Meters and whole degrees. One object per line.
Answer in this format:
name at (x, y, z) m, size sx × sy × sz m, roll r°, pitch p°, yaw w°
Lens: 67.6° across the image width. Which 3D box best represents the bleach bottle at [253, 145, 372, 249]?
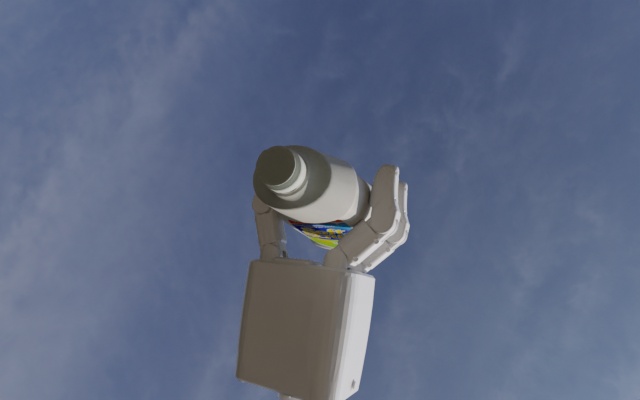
bleach bottle at (0.000, 0.001, 0.437) m, size 0.102 × 0.068 × 0.251 m, roll 6°, pitch -10°, yaw 19°
